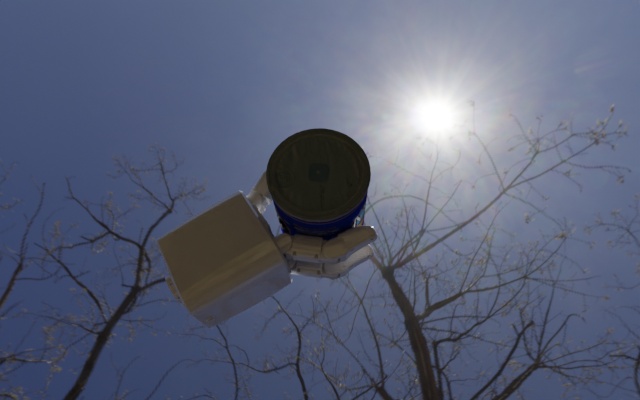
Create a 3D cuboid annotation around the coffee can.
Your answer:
[{"bbox_3d":[0.000,0.002,0.528,0.103,0.102,0.140,0,-25,2],"label":"coffee can"}]
